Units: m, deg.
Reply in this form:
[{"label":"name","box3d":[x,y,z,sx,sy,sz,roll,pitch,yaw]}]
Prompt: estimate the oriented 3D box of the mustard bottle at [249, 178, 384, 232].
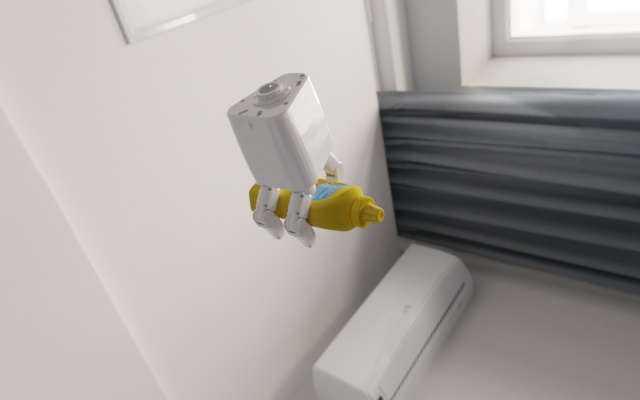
[{"label":"mustard bottle","box3d":[0.000,0.002,0.652,0.191,0.058,0.096,12,23,36]}]
